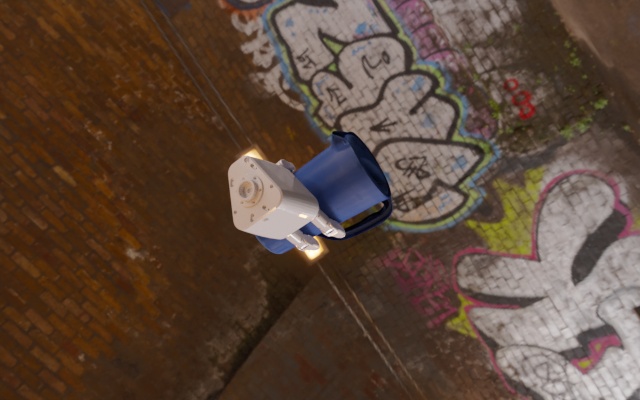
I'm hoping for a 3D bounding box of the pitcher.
[{"bbox_3d":[0.000,0.003,0.854,0.243,0.149,0.145,-32,-21,19],"label":"pitcher"}]
